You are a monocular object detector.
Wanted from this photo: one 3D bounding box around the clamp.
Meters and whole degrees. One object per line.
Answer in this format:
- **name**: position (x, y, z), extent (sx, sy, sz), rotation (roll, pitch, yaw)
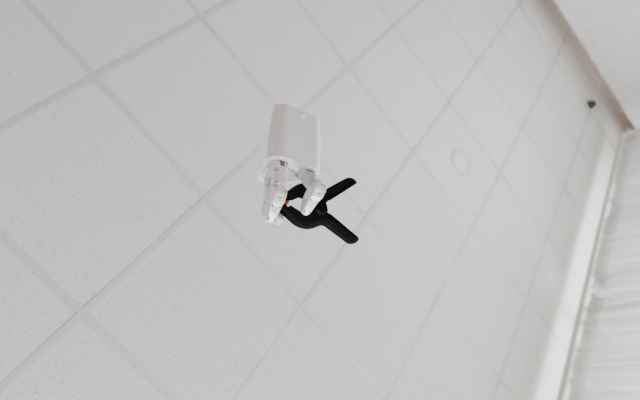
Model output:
- **clamp**: position (0.000, 0.003, 0.830), extent (0.171, 0.120, 0.039), rotation (17, -25, -32)
